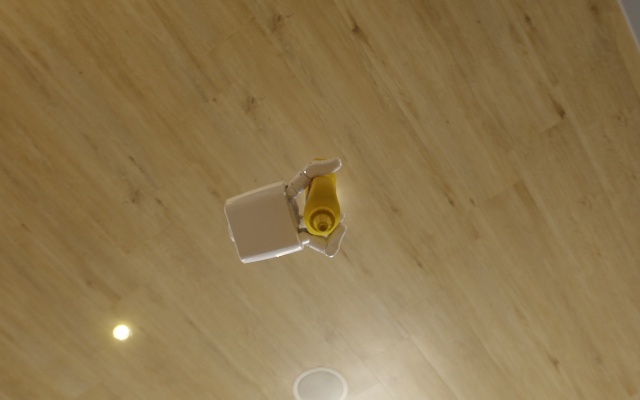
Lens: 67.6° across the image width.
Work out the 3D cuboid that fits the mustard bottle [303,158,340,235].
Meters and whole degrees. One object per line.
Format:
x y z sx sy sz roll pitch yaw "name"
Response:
0.000 0.002 0.789 0.058 0.096 0.191 7 22 -4 "mustard bottle"
